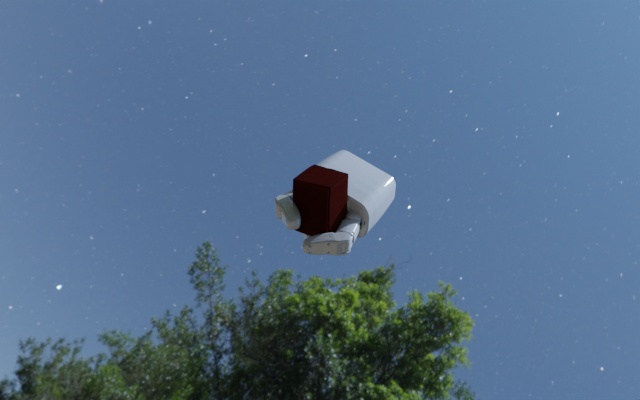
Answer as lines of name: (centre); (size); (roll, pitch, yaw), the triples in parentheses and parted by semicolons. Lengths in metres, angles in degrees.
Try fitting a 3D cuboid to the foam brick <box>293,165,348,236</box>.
foam brick: (0.000, 0.002, 0.606); (0.053, 0.078, 0.051); (17, 34, 25)
